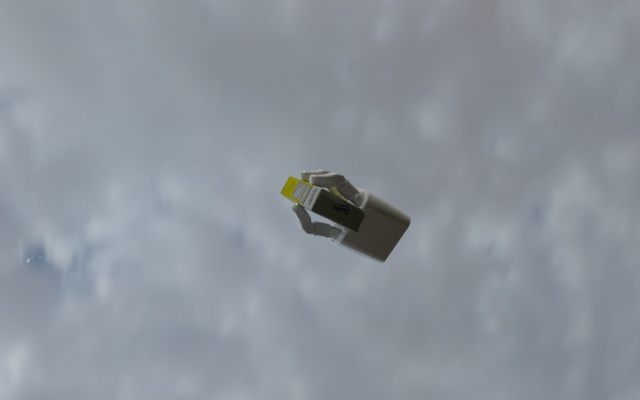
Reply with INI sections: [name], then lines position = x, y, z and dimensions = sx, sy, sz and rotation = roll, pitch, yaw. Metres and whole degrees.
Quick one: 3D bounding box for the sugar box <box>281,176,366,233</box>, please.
[sugar box]
position = 0.000, 0.002, 0.833
dimensions = 0.093, 0.048, 0.176
rotation = 27, -3, -23
